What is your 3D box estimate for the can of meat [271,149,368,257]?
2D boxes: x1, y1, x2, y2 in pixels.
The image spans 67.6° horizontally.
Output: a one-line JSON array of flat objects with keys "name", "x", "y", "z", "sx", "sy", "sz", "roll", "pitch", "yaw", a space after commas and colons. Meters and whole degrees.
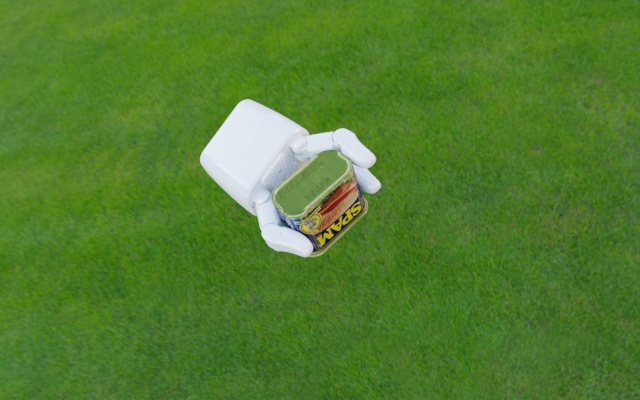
[{"name": "can of meat", "x": 0.000, "y": 0.002, "z": 0.547, "sx": 0.057, "sy": 0.102, "sz": 0.084, "roll": 39, "pitch": -16, "yaw": 35}]
